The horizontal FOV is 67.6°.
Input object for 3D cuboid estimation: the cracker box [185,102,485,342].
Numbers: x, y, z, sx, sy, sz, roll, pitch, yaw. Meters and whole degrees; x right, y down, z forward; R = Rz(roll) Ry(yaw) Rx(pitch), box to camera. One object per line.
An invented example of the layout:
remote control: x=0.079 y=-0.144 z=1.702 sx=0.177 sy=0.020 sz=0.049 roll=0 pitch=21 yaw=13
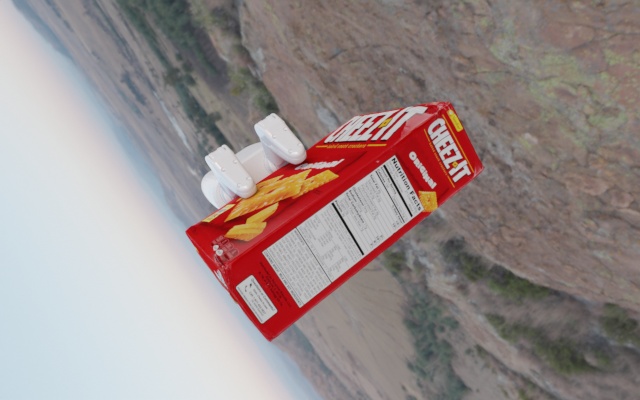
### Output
cracker box: x=0.000 y=0.002 z=0.409 sx=0.213 sy=0.072 sz=0.164 roll=-37 pitch=18 yaw=-15
